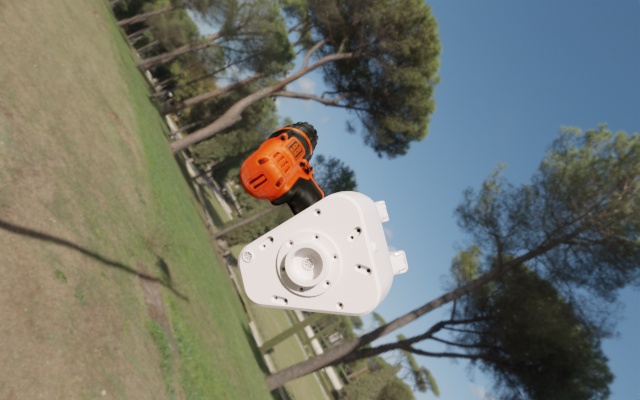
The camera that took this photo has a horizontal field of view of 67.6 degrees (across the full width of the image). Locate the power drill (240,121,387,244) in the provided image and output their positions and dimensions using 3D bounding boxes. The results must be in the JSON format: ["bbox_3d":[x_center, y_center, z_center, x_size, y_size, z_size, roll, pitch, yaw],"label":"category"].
[{"bbox_3d":[0.000,0.002,0.542,0.057,0.188,0.184,-34,11,25],"label":"power drill"}]
